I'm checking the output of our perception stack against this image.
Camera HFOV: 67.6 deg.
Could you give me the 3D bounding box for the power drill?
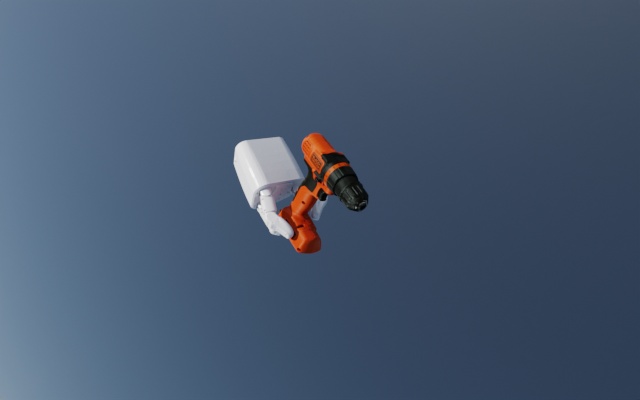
[{"bbox_3d":[0.000,0.003,0.836,0.057,0.188,0.184,2,40,-35],"label":"power drill"}]
